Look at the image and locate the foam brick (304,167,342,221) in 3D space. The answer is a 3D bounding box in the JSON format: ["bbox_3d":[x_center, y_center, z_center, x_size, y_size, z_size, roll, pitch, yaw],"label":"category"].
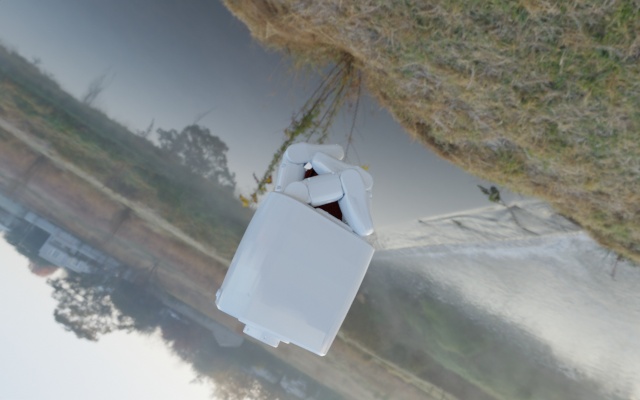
[{"bbox_3d":[0.000,0.002,0.492,0.053,0.051,0.078,22,-13,-9],"label":"foam brick"}]
